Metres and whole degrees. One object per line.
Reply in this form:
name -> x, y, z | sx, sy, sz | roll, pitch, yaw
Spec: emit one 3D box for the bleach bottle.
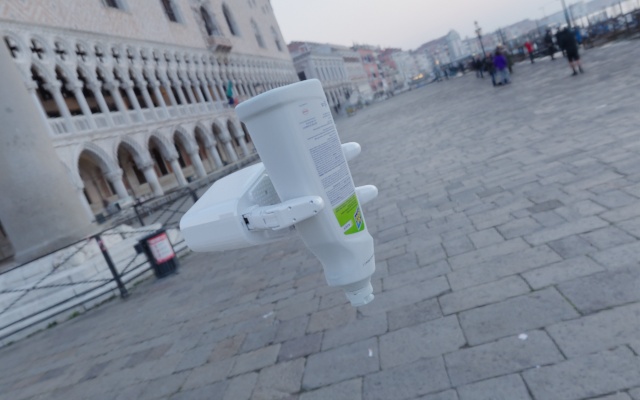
bleach bottle -> 0.000, 0.002, 0.517 | 0.068, 0.251, 0.102 | -13, 12, 37
